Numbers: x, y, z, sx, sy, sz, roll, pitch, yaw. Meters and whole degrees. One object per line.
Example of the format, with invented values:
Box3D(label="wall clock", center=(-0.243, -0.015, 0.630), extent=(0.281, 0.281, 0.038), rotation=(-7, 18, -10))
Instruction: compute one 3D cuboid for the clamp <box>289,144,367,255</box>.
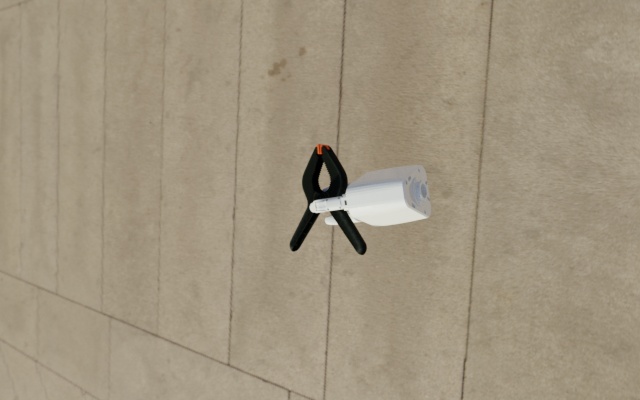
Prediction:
Box3D(label="clamp", center=(0.000, 0.002, 0.889), extent=(0.164, 0.210, 0.036), rotation=(-9, -3, 33))
